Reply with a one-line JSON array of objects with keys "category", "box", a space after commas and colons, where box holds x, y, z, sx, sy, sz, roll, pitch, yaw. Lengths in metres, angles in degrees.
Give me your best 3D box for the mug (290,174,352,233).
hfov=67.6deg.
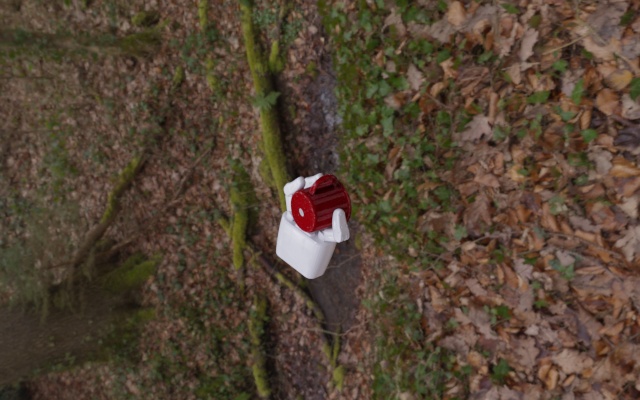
[{"category": "mug", "box": [0.000, 0.002, 0.883, 0.081, 0.117, 0.093, -17, 49, -33]}]
